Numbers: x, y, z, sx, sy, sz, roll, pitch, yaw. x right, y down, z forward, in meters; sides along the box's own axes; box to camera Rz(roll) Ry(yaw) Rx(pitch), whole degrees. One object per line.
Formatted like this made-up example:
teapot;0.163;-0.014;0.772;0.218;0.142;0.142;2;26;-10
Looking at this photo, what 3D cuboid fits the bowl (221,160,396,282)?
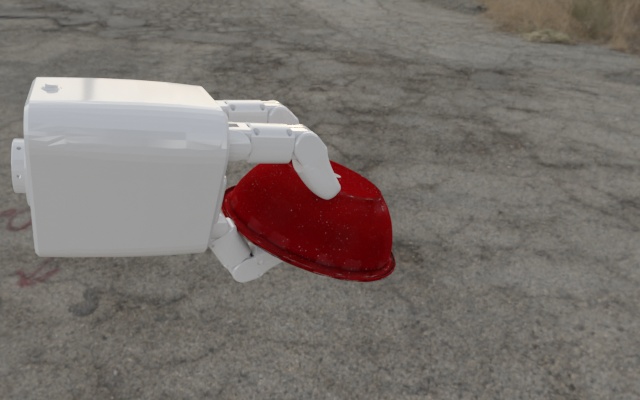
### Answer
bowl;0.001;0.001;0.409;0.162;0.055;0.162;21;17;-7
